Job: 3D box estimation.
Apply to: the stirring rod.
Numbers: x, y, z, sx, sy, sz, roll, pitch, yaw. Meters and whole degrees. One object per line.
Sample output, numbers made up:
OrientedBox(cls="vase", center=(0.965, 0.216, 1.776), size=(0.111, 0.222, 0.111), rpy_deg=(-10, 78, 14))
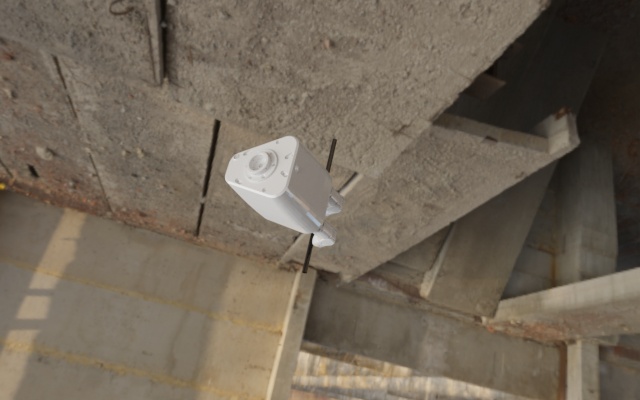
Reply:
OrientedBox(cls="stirring rod", center=(0.000, 0.002, 0.774), size=(0.011, 0.239, 0.011), rpy_deg=(11, -24, 5))
